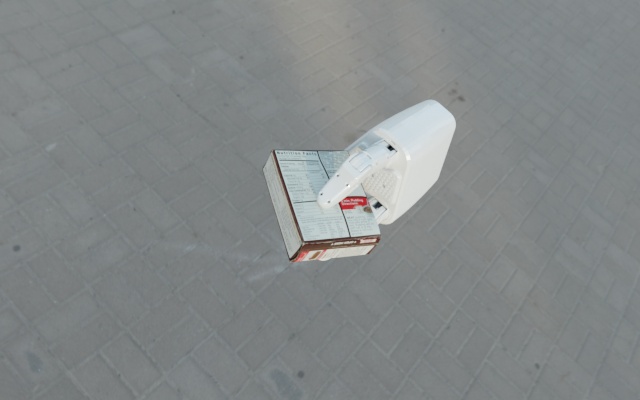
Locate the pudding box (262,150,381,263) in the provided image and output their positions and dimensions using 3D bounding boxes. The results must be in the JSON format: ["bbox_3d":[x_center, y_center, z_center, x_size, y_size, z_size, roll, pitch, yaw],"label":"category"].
[{"bbox_3d":[0.000,0.001,0.476,0.090,0.113,0.039,-3,-34,-27],"label":"pudding box"}]
